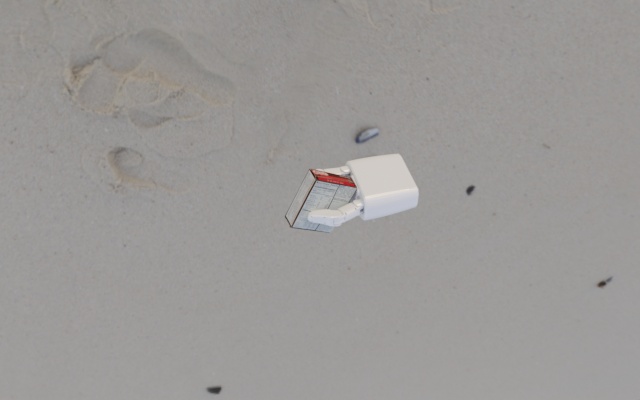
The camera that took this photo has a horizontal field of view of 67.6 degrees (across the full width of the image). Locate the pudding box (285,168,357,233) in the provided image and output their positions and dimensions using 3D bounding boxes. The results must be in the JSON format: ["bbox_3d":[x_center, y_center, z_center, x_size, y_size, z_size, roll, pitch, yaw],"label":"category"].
[{"bbox_3d":[0.000,0.003,0.855,0.090,0.113,0.039,11,31,-31],"label":"pudding box"}]
